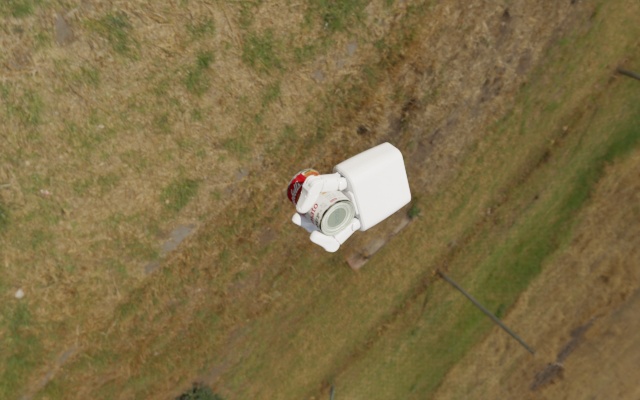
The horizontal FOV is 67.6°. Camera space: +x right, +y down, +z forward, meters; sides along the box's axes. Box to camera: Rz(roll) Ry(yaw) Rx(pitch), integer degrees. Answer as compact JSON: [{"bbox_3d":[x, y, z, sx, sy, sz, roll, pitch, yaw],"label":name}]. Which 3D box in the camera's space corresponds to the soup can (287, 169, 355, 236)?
[{"bbox_3d":[0.000,0.003,0.771,0.068,0.068,0.102,0,31,-40],"label":"soup can"}]
